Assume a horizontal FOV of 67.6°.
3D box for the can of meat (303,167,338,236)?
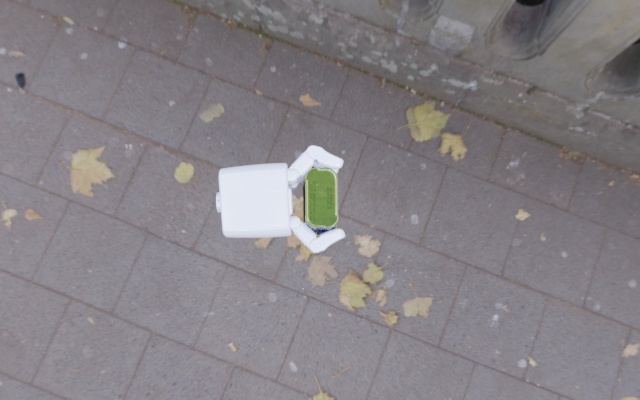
[{"bbox_3d":[0.000,0.003,0.777,0.057,0.102,0.084,-1,-10,-2],"label":"can of meat"}]
